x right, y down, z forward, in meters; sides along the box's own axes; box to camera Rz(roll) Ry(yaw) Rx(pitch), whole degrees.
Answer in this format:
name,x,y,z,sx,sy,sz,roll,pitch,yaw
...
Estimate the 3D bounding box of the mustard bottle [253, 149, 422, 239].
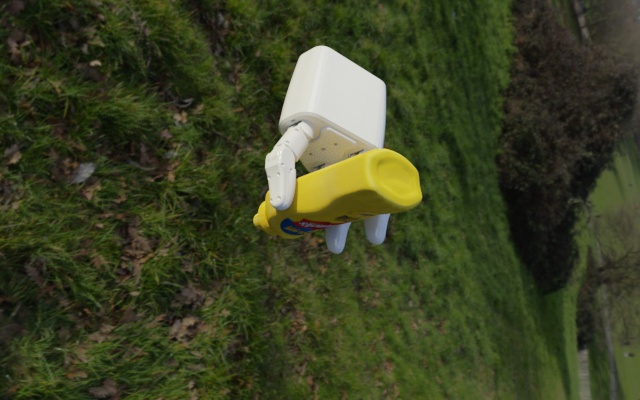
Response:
name,x,y,z,sx,sy,sz,roll,pitch,yaw
mustard bottle,0.000,0.002,0.497,0.191,0.058,0.096,-17,-16,38
